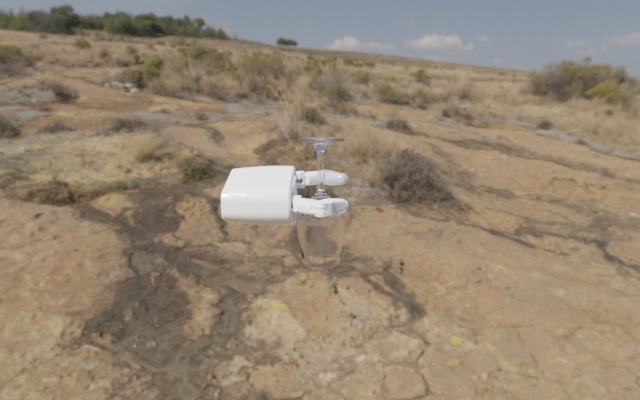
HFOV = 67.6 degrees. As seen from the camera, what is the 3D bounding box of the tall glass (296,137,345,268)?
[{"bbox_3d":[0.000,0.002,0.758,0.079,0.201,0.079,-1,12,0],"label":"tall glass"}]
